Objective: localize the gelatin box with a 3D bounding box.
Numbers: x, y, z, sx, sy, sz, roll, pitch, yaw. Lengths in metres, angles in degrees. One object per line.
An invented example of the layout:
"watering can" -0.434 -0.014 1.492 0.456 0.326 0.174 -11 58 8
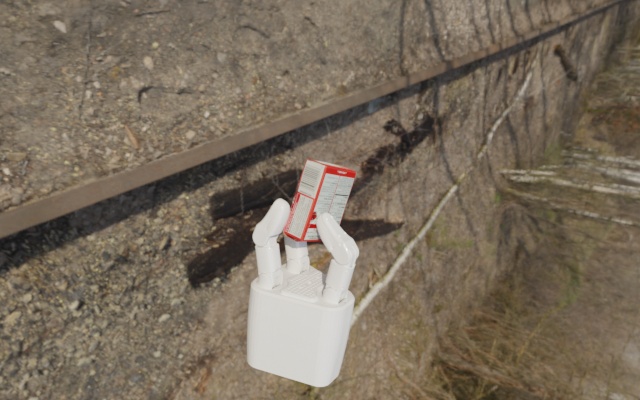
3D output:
"gelatin box" 0.001 0.002 0.539 0.030 0.089 0.073 23 9 30
